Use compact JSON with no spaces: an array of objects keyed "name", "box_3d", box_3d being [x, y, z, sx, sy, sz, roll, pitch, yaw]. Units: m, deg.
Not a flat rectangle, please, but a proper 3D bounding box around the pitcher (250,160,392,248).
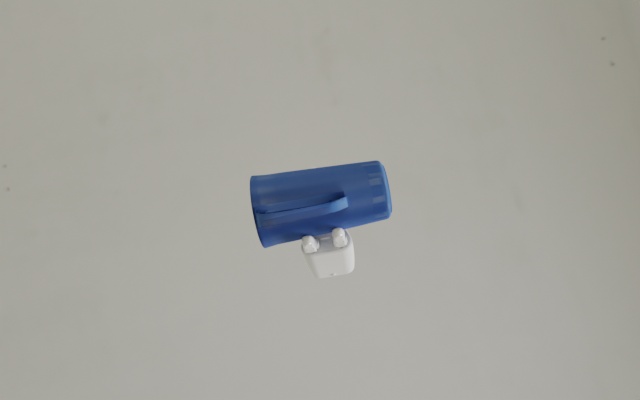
[{"name":"pitcher","box_3d":[0.000,0.003,0.851,0.243,0.149,0.145,-10,-38,2]}]
